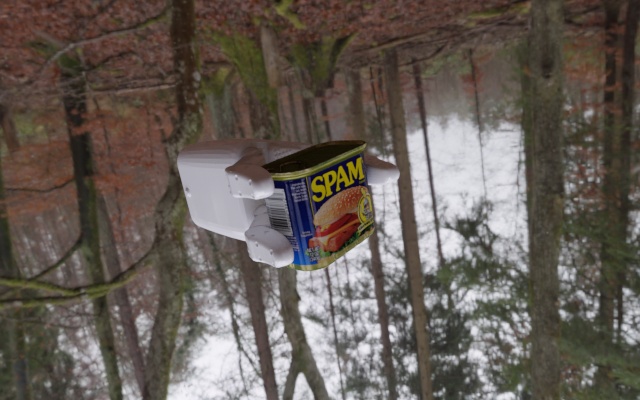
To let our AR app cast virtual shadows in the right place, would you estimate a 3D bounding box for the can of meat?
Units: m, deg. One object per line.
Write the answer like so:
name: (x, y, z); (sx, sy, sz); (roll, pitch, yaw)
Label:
can of meat: (0.000, 0.002, 0.408); (0.057, 0.084, 0.102); (5, 22, 40)
